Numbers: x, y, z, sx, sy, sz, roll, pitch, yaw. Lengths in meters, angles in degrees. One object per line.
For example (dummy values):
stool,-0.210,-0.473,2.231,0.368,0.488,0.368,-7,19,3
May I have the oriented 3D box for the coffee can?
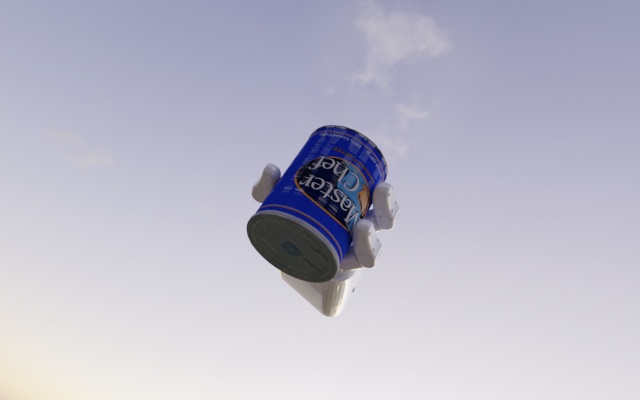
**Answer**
coffee can,0.000,0.002,0.514,0.103,0.103,0.140,0,44,37
